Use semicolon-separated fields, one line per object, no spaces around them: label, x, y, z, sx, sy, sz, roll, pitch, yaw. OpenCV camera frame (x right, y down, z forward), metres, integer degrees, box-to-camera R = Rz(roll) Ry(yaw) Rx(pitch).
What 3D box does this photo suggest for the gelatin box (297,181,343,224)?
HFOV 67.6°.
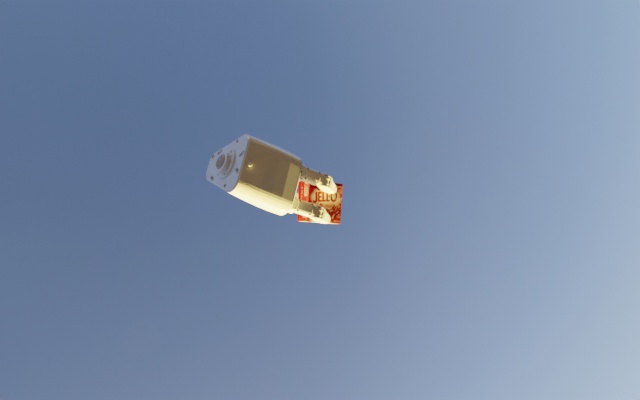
gelatin box;0.000;0.003;0.839;0.030;0.073;0.089;1;-4;43
